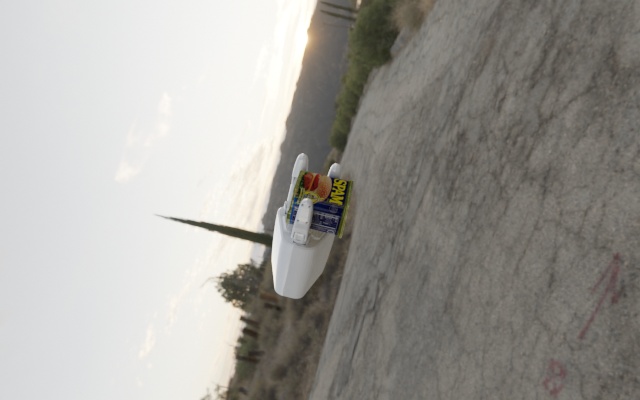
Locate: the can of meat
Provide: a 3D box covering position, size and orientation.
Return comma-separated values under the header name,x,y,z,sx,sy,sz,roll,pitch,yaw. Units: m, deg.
name,x,y,z,sx,sy,sz,roll,pitch,yaw
can of meat,0.000,0.002,0.714,0.084,0.057,0.102,13,34,1
